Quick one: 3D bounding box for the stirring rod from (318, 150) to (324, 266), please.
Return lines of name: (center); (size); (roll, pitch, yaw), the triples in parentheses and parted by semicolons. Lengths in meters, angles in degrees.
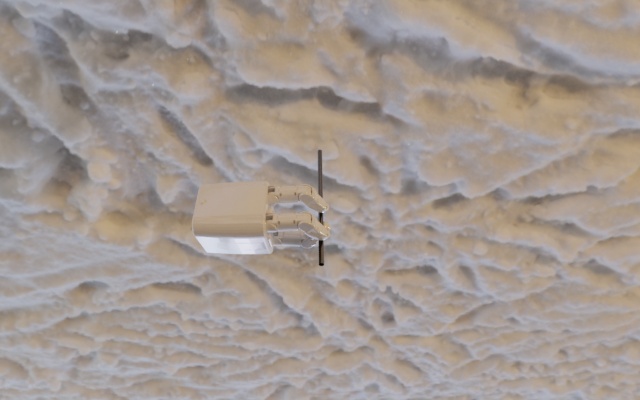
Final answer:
stirring rod: (0.000, 0.002, 0.768); (0.011, 0.239, 0.011); (0, -41, 0)
